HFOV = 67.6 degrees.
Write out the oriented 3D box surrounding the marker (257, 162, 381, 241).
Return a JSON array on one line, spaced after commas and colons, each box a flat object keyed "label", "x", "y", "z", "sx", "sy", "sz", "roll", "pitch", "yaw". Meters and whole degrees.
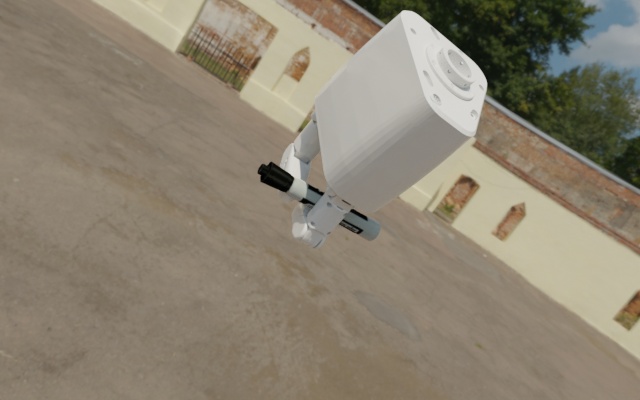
[{"label": "marker", "x": 0.000, "y": 0.001, "z": 0.407, "sx": 0.121, "sy": 0.020, "sz": 0.020, "roll": 30, "pitch": -13, "yaw": -23}]
